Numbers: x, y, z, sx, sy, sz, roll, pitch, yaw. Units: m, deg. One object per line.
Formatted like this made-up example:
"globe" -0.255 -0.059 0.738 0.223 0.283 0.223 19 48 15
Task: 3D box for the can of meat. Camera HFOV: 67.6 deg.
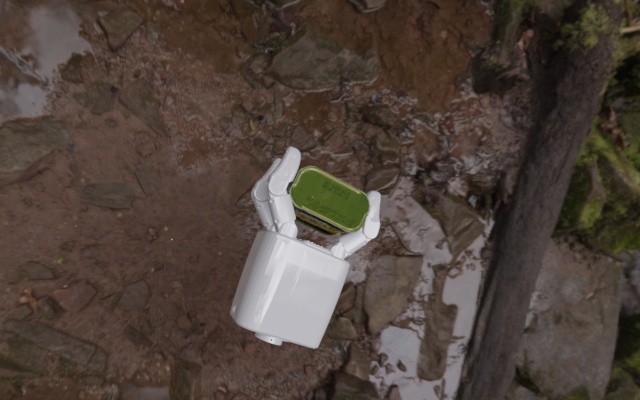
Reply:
"can of meat" 0.000 0.002 0.577 0.102 0.057 0.084 26 -11 -14
